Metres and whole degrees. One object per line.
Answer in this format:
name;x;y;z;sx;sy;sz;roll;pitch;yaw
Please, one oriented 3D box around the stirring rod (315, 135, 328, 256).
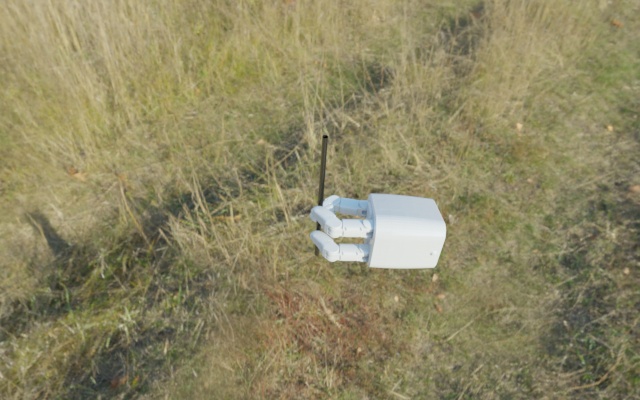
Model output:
stirring rod;0.000;0.002;0.721;0.011;0.240;0.011;2;43;-2
